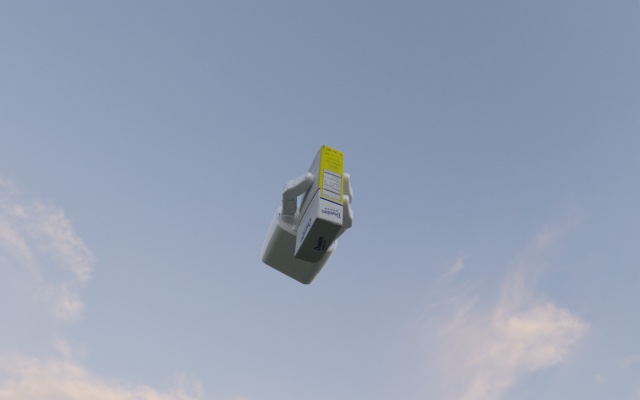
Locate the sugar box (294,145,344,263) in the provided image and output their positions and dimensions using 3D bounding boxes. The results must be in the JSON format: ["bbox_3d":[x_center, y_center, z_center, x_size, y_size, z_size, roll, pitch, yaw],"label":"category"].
[{"bbox_3d":[0.001,0.003,0.742,0.048,0.093,0.176,17,40,-15],"label":"sugar box"}]
